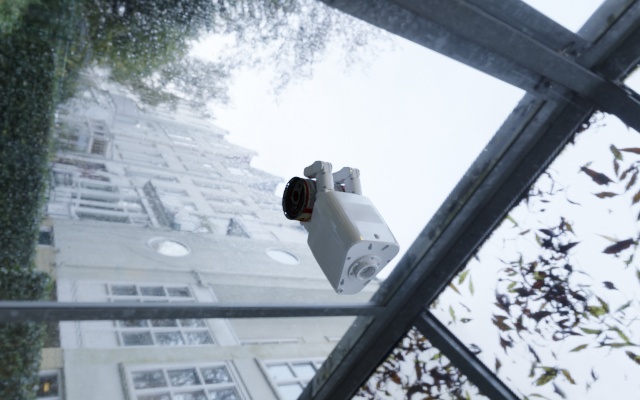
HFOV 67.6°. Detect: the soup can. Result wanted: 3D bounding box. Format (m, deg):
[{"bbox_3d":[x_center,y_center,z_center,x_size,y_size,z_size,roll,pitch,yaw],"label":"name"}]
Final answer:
[{"bbox_3d":[0.000,0.002,0.749,0.102,0.068,0.068,8,-5,-33],"label":"soup can"}]
